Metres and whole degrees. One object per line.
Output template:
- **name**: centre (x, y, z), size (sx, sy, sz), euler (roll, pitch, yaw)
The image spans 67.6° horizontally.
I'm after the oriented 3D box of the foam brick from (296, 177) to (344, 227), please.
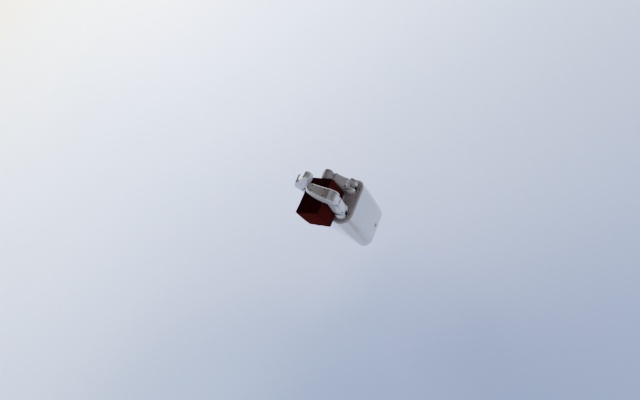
- **foam brick**: centre (0.000, 0.003, 0.890), size (0.053, 0.078, 0.051), euler (6, -27, 37)
